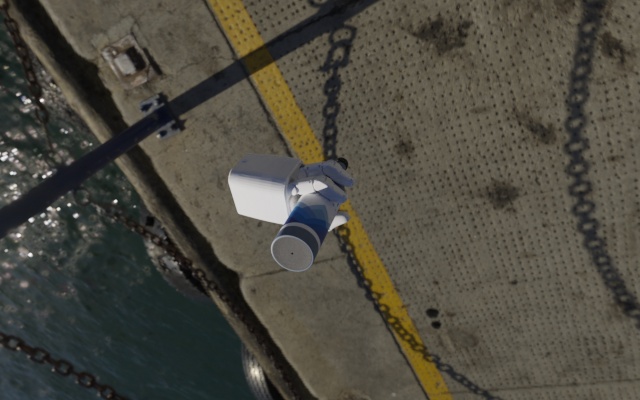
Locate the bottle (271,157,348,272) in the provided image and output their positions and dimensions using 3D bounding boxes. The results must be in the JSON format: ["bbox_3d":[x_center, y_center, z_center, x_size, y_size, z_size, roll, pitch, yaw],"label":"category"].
[{"bbox_3d":[0.000,0.003,0.814,0.069,0.069,0.295,0,31,19],"label":"bottle"}]
